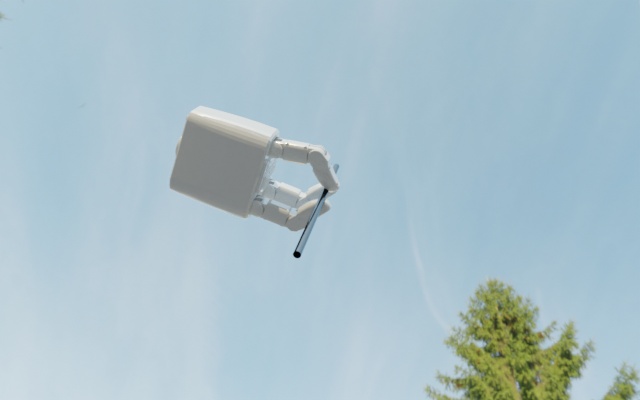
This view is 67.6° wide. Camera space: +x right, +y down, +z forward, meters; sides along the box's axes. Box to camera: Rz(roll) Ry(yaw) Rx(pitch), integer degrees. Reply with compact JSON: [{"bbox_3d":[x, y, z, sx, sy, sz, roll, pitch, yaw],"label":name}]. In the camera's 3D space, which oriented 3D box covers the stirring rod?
[{"bbox_3d":[0.000,0.002,0.556,0.011,0.011,0.239,0,24,12],"label":"stirring rod"}]
